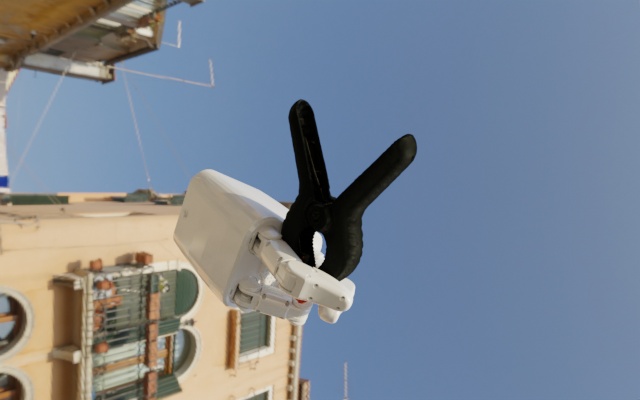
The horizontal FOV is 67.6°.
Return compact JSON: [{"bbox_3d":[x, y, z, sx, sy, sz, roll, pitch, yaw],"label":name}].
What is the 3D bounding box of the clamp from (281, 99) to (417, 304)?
[{"bbox_3d":[0.000,0.001,0.404,0.039,0.171,0.120,0,30,-48],"label":"clamp"}]
